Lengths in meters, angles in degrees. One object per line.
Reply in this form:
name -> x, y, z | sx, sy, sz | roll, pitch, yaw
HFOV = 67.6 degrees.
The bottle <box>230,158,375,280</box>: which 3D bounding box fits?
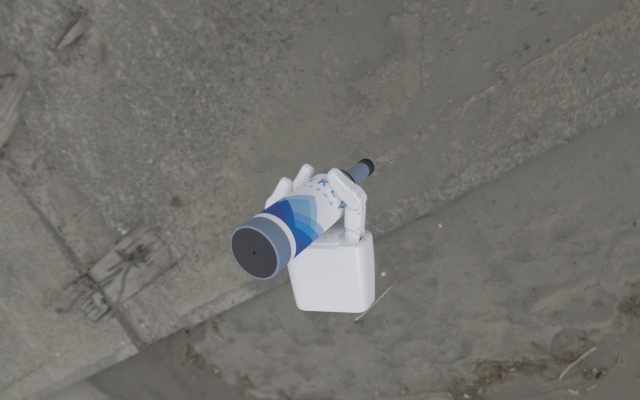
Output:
bottle -> 0.000, 0.002, 0.635 | 0.069, 0.069, 0.295 | 0, 22, 32
